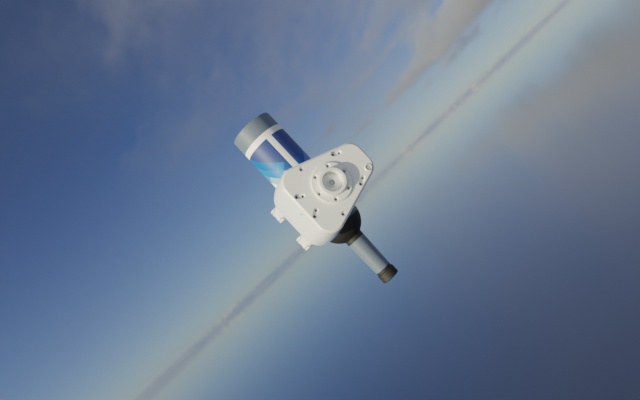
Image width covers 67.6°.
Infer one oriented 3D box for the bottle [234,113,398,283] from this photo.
[{"bbox_3d":[0.000,0.002,0.688,0.069,0.295,0.069,-43,-3,-3],"label":"bottle"}]
